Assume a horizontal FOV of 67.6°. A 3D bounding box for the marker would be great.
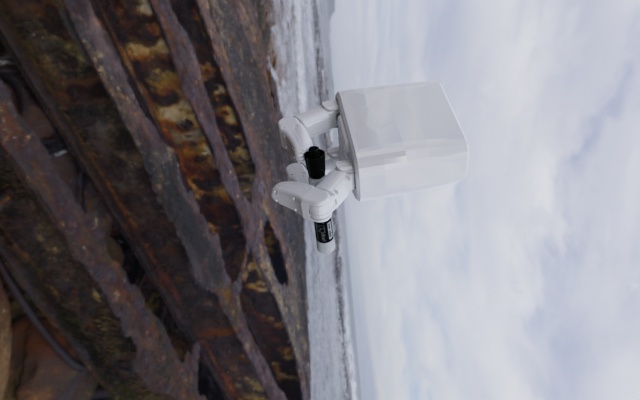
[{"bbox_3d":[0.000,0.001,0.452,0.020,0.121,0.020,-4,38,4],"label":"marker"}]
